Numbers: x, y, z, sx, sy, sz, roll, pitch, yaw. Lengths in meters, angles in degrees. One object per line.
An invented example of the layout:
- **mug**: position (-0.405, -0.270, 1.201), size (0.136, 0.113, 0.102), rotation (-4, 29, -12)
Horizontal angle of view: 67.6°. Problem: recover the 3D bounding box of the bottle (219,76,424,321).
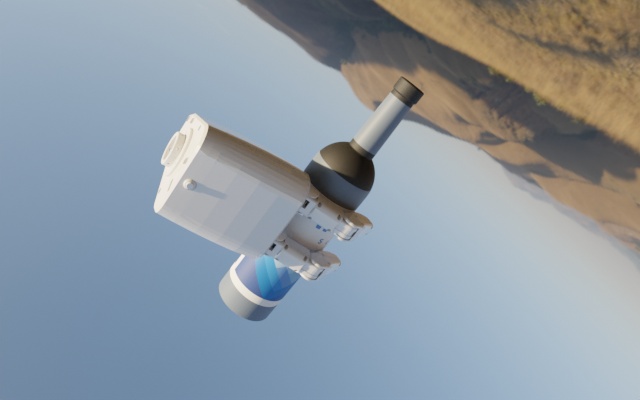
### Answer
- **bottle**: position (0.000, 0.002, 0.492), size (0.069, 0.296, 0.069), rotation (33, 19, -13)
